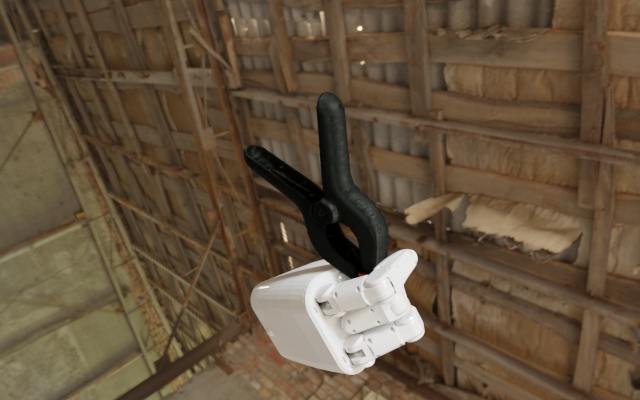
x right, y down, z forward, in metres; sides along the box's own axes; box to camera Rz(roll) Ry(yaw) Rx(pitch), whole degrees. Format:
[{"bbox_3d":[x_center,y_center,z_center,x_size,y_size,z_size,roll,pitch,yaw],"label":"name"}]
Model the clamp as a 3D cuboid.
[{"bbox_3d":[0.001,0.001,0.424,0.120,0.171,0.039,-12,15,47],"label":"clamp"}]
